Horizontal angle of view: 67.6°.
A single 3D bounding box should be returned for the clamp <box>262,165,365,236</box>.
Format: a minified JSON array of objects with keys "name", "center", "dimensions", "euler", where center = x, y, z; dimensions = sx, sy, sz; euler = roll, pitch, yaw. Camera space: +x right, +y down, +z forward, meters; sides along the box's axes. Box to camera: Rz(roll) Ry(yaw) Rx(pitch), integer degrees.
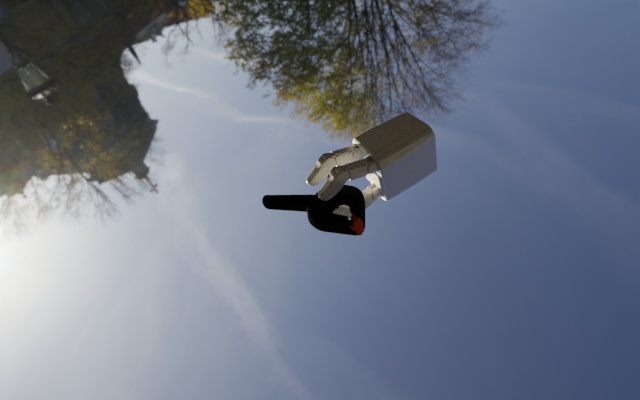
[{"name":"clamp","center":[0.001,0.003,0.772],"dimensions":[0.164,0.036,0.210],"euler":[-30,35,-6]}]
